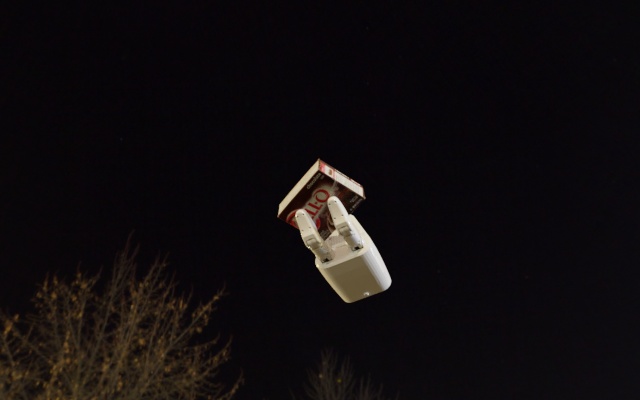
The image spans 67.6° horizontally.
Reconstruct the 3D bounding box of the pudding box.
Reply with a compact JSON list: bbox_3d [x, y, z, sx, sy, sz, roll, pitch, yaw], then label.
[{"bbox_3d":[0.000,0.002,0.749,0.090,0.113,0.039,30,28,-21],"label":"pudding box"}]
